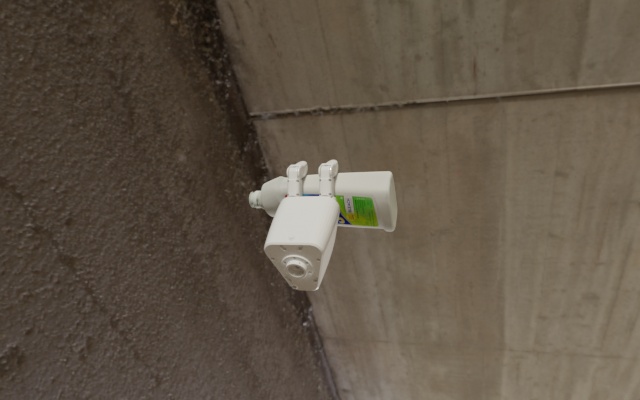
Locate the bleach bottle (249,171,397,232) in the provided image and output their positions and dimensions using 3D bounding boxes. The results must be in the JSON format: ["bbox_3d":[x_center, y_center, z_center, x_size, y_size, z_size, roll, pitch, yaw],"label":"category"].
[{"bbox_3d":[0.000,0.003,0.821,0.251,0.103,0.068,-1,40,17],"label":"bleach bottle"}]
